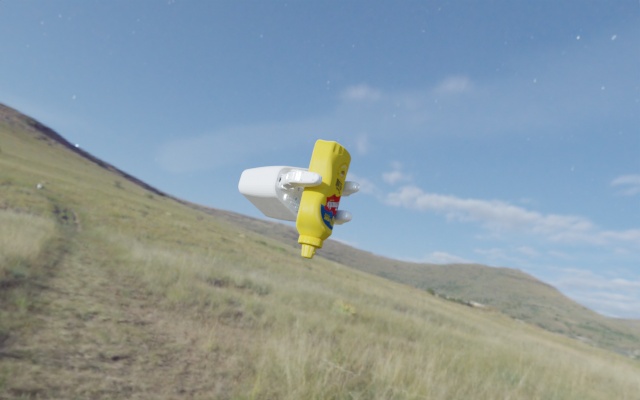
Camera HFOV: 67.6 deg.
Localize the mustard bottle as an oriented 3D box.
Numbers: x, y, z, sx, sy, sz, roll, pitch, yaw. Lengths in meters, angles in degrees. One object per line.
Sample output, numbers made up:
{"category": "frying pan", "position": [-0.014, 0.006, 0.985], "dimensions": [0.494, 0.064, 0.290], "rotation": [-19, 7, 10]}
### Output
{"category": "mustard bottle", "position": [0.000, 0.002, 0.799], "dimensions": [0.058, 0.191, 0.096], "rotation": [10, -13, 20]}
